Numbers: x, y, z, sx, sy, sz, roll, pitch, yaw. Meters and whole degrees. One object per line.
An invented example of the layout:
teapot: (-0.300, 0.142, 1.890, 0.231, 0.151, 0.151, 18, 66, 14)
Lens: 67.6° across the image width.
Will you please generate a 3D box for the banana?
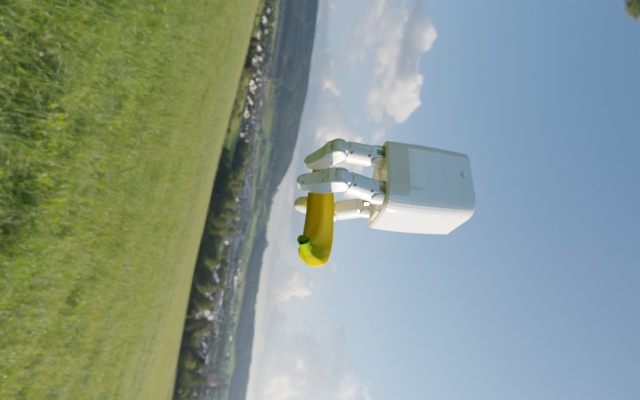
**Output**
banana: (-0.001, 0.020, 0.567, 0.037, 0.070, 0.197, 5, 30, 1)
